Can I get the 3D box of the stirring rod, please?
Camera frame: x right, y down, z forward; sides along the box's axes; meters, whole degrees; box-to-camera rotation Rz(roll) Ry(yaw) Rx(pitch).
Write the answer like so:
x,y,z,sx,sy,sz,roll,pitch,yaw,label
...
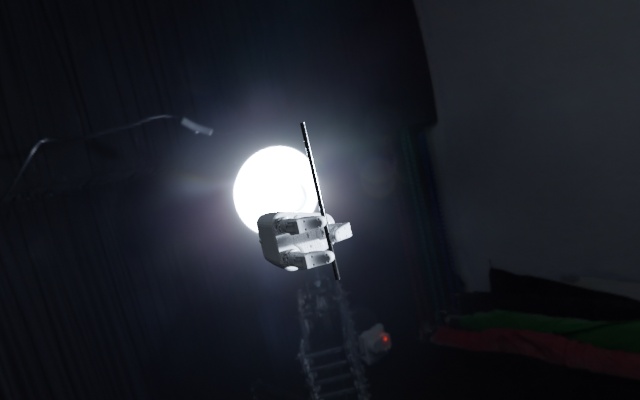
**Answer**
x,y,z,sx,sy,sz,roll,pitch,yaw,label
0.000,0.002,0.714,0.011,0.239,0.011,-13,5,1,stirring rod
